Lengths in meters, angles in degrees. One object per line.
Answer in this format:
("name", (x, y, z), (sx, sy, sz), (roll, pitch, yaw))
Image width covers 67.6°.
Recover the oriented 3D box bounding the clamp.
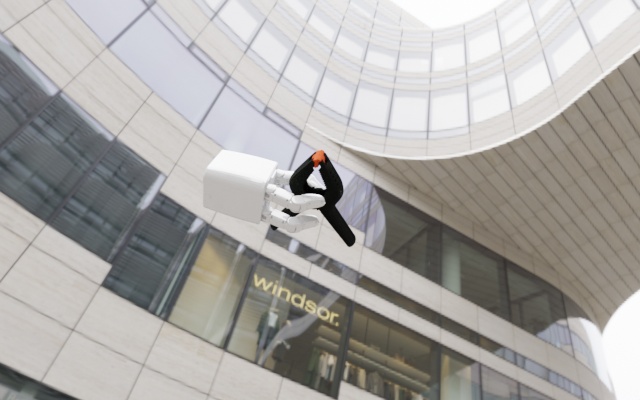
("clamp", (0.000, 0.002, 0.842), (0.164, 0.036, 0.210), (16, -44, 1))
